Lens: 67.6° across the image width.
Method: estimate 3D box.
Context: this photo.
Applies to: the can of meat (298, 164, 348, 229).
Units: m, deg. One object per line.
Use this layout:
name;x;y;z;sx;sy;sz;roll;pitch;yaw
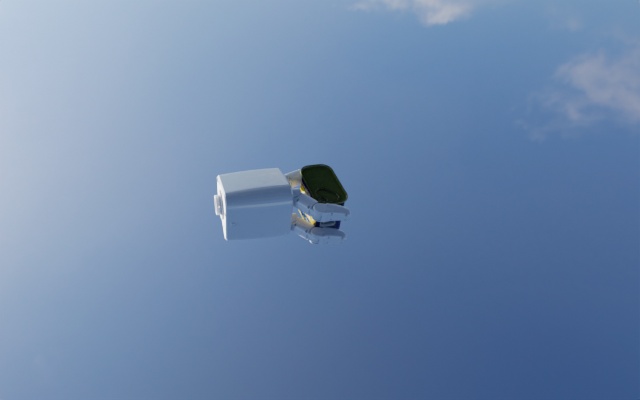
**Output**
can of meat;0.000;0.003;0.806;0.057;0.084;0.102;-9;44;-20
